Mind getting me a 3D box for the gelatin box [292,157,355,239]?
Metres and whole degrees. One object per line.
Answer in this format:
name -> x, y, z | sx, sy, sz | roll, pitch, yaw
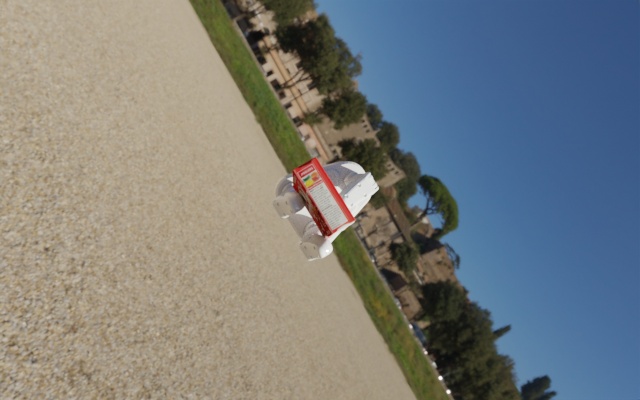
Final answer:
gelatin box -> 0.000, 0.001, 0.493 | 0.030, 0.073, 0.089 | -31, -5, -8
